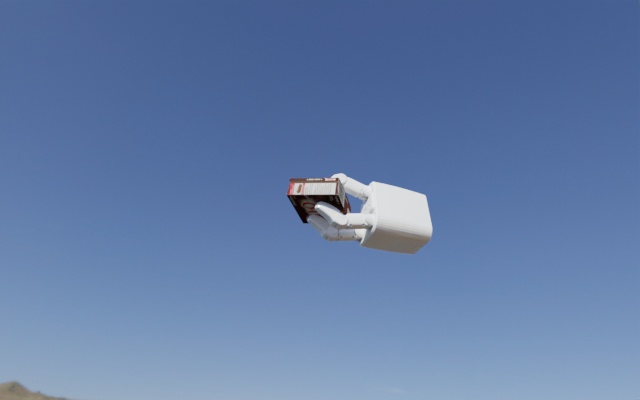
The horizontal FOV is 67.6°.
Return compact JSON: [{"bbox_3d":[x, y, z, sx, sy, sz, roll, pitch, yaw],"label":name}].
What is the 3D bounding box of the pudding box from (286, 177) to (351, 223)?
[{"bbox_3d":[0.000,0.003,0.834,0.090,0.039,0.114,-1,-31,15],"label":"pudding box"}]
